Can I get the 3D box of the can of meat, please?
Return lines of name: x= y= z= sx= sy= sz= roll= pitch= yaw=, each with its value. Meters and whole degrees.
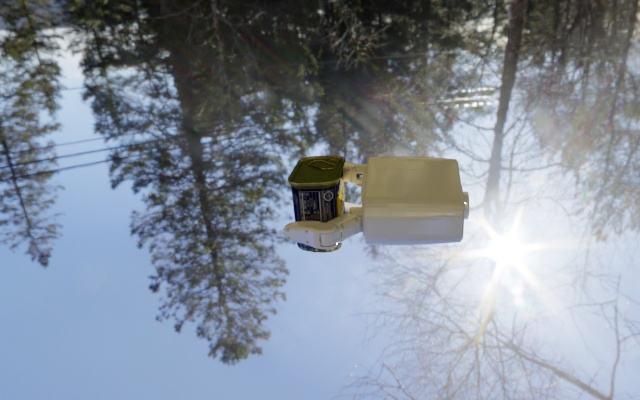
can of meat: x=0.000 y=0.002 z=0.555 sx=0.057 sy=0.084 sz=0.102 roll=-1 pitch=21 yaw=8
